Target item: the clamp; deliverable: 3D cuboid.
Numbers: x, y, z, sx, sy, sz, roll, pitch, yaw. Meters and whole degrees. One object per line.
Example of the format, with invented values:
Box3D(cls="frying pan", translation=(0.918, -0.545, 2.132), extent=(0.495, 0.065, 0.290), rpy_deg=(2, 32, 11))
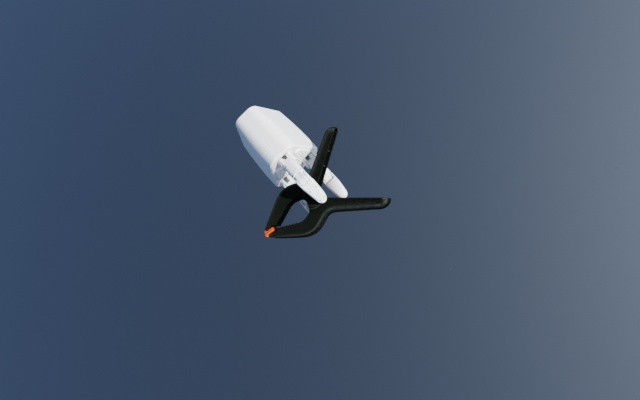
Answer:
Box3D(cls="clamp", translation=(-0.001, 0.003, 0.789), extent=(0.210, 0.164, 0.036), rpy_deg=(-44, -18, 6))
